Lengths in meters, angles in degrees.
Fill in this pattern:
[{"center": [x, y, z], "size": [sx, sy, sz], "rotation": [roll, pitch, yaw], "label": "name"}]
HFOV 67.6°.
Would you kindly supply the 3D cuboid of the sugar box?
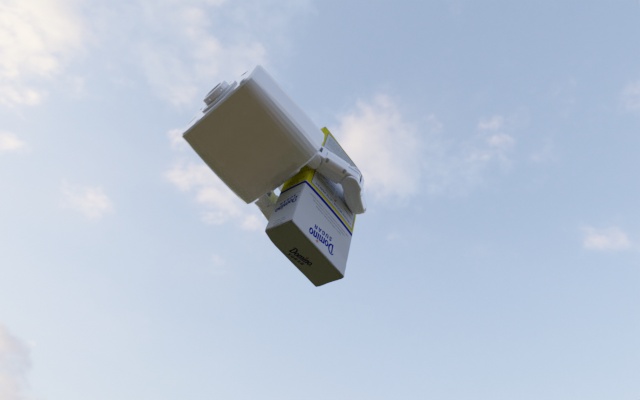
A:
[{"center": [0.000, 0.002, 0.550], "size": [0.048, 0.093, 0.176], "rotation": [-23, 30, 32], "label": "sugar box"}]
